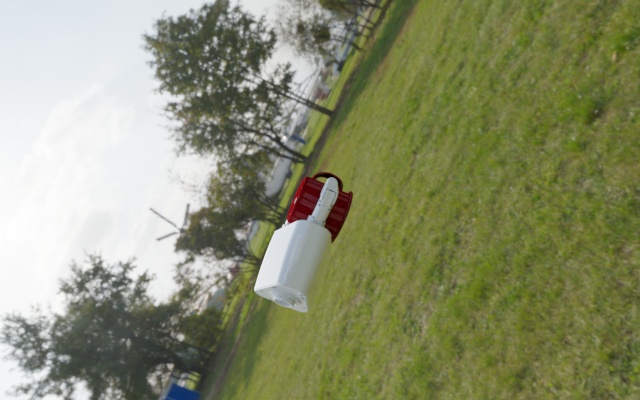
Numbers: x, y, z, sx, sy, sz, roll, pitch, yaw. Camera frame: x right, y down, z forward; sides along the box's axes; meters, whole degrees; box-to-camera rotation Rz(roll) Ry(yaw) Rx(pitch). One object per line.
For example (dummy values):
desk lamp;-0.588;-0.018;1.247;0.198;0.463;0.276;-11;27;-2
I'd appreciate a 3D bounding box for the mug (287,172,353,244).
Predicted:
mug;0.000;0.001;0.777;0.081;0.117;0.093;23;-29;-6
